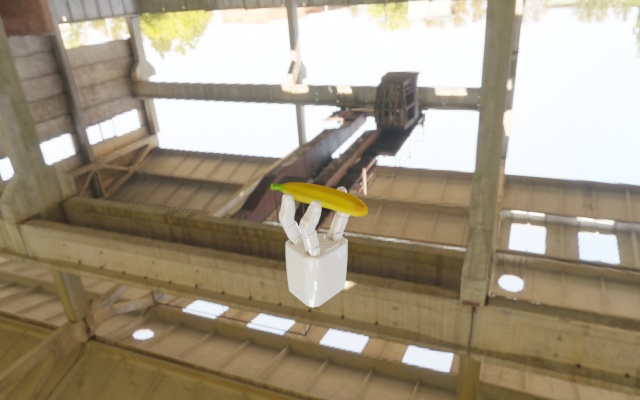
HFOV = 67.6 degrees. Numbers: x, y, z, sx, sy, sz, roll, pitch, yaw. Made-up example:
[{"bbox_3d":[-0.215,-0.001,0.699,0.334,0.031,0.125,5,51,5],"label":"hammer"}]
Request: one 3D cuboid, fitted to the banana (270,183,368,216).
[{"bbox_3d":[0.006,-0.002,0.872,0.198,0.037,0.069,13,20,27],"label":"banana"}]
